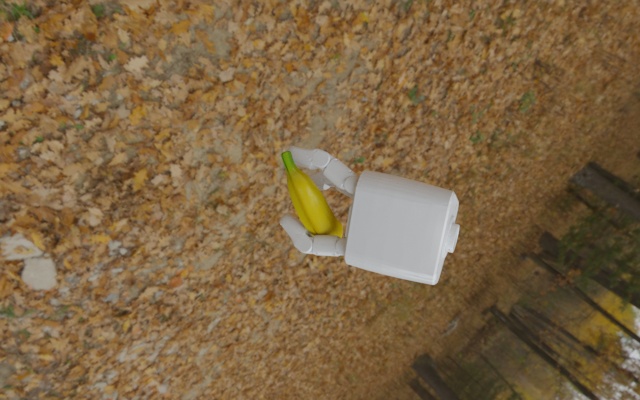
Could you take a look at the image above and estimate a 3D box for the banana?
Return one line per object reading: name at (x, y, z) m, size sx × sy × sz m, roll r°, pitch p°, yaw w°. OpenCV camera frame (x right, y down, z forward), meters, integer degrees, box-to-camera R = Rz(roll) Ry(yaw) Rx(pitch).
banana at (0.000, 0.016, 0.605) m, size 0.037 × 0.069 × 0.198 m, roll -11°, pitch -32°, yaw 12°
